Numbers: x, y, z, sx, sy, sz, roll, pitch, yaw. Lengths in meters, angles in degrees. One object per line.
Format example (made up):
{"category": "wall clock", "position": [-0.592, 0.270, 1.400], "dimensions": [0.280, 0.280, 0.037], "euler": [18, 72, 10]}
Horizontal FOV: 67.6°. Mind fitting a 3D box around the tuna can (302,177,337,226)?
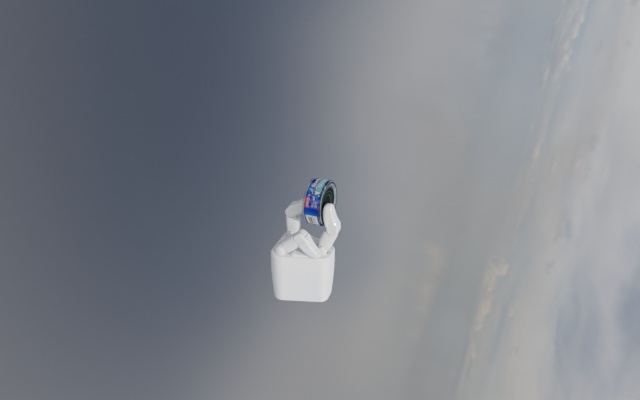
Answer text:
{"category": "tuna can", "position": [0.001, 0.003, 0.864], "dimensions": [0.034, 0.086, 0.086], "euler": [10, 4, 21]}
